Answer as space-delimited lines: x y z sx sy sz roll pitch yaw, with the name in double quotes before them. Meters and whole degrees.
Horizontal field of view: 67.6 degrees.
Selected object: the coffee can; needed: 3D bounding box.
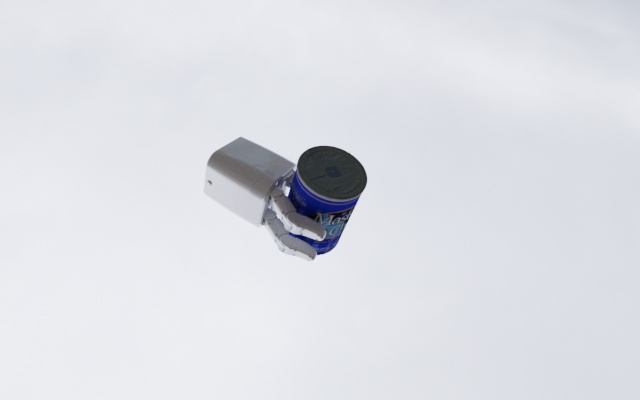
"coffee can" 0.000 0.002 0.720 0.103 0.102 0.140 0 -39 -19
